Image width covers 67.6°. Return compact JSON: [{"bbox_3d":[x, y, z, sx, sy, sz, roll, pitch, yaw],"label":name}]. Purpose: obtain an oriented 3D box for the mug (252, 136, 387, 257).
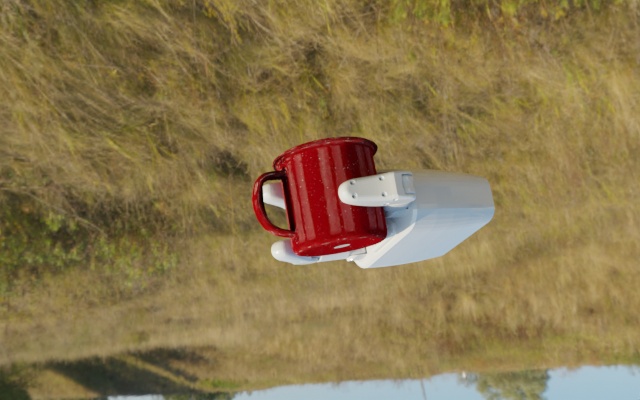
[{"bbox_3d":[-0.001,0.002,0.402,0.117,0.081,0.093,-2,-15,-28],"label":"mug"}]
